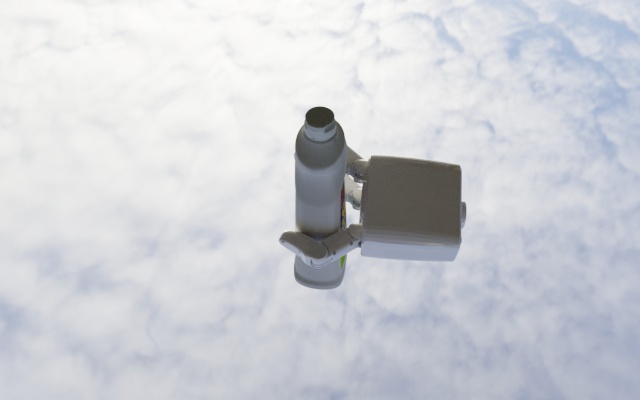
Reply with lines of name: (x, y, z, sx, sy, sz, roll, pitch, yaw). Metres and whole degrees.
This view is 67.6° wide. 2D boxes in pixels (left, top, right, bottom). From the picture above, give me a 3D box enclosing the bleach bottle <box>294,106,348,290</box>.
bleach bottle: (0.000, 0.002, 0.543, 0.068, 0.102, 0.251, 6, -35, 5)
